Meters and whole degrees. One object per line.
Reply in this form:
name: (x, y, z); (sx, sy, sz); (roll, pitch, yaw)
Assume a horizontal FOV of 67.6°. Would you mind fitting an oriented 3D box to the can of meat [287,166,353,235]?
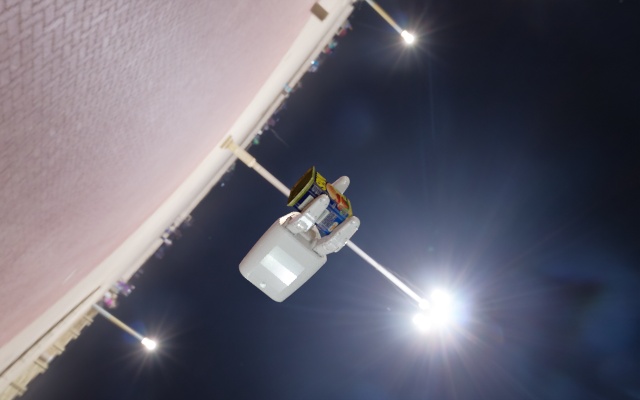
can of meat: (0.000, 0.003, 0.735); (0.084, 0.057, 0.102); (41, 13, -11)
